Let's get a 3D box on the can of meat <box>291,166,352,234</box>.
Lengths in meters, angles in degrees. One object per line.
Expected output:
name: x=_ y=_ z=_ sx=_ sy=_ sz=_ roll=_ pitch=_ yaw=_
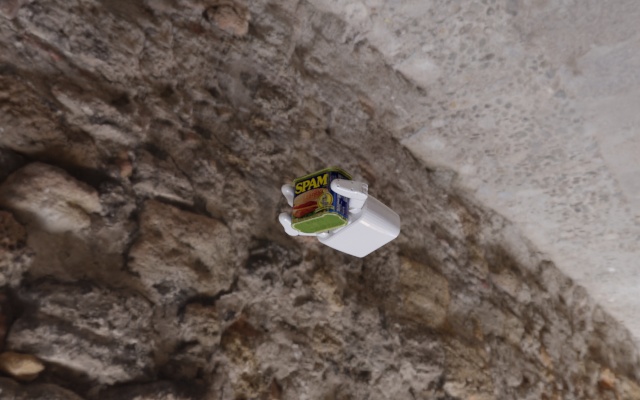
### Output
can of meat: x=0.000 y=0.003 z=0.779 sx=0.102 sy=0.084 sz=0.057 roll=-17 pitch=-33 yaw=36
